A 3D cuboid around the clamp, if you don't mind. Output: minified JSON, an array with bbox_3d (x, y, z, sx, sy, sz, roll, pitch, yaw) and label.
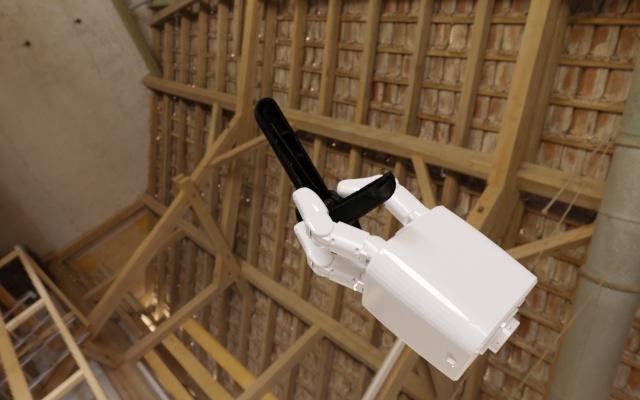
[{"bbox_3d":[0.001,0.002,0.481,0.036,0.210,0.164,-37,61,-23],"label":"clamp"}]
